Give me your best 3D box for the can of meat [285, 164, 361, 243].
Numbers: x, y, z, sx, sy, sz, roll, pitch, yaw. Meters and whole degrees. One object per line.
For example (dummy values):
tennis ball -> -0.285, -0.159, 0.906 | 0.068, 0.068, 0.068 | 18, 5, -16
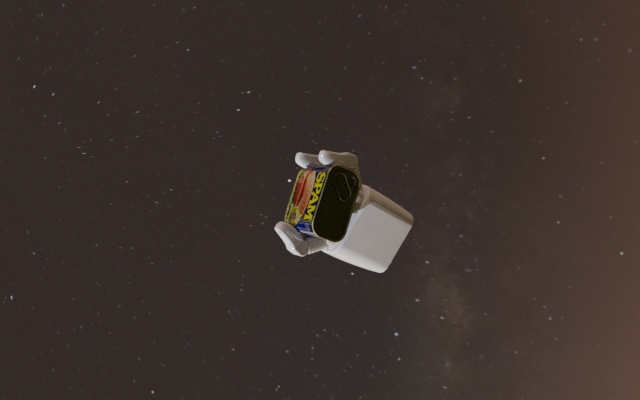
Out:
can of meat -> 0.000, 0.002, 0.668 | 0.057, 0.102, 0.084 | 23, -10, -32
